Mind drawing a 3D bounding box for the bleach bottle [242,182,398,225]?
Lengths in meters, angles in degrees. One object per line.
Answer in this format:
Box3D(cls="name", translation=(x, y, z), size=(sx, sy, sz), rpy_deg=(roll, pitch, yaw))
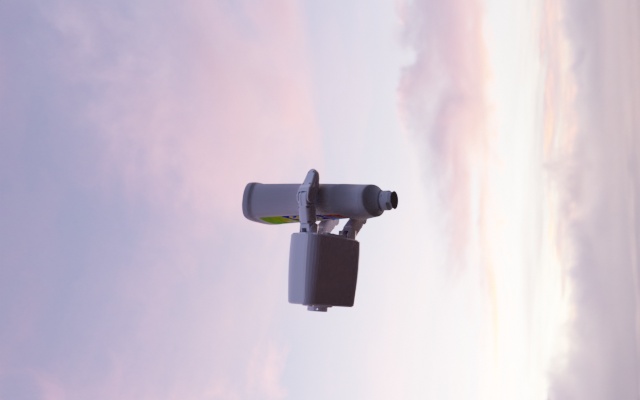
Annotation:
Box3D(cls="bleach bottle", translation=(0.000, 0.002, 0.769), size=(0.251, 0.068, 0.102), rpy_deg=(-3, -13, 33))
